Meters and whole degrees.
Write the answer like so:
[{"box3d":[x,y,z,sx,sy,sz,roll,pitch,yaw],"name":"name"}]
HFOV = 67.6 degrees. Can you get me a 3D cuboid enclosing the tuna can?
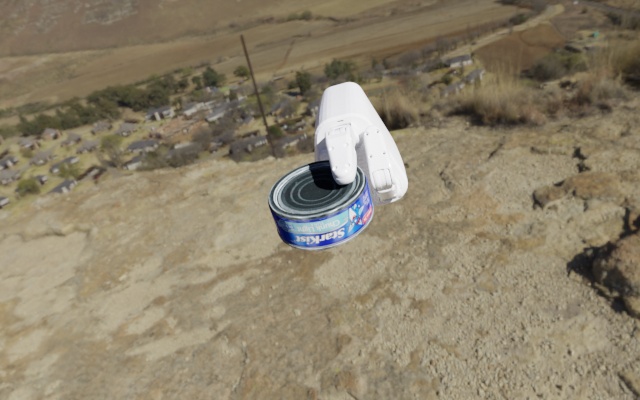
[{"box3d":[0.000,0.001,0.403,0.086,0.034,0.086,-11,34,8],"name":"tuna can"}]
